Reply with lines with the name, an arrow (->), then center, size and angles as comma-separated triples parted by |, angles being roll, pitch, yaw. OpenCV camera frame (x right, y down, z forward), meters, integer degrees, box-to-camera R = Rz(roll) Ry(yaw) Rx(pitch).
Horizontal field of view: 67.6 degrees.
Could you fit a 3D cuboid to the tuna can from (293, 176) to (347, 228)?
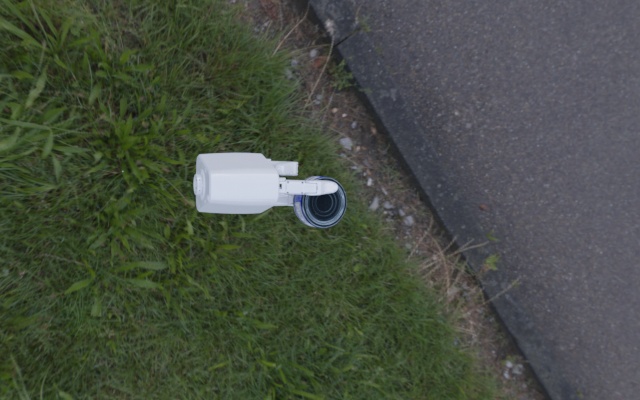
tuna can -> 0.000, 0.003, 0.788 | 0.086, 0.086, 0.034 | 0, 3, -28
